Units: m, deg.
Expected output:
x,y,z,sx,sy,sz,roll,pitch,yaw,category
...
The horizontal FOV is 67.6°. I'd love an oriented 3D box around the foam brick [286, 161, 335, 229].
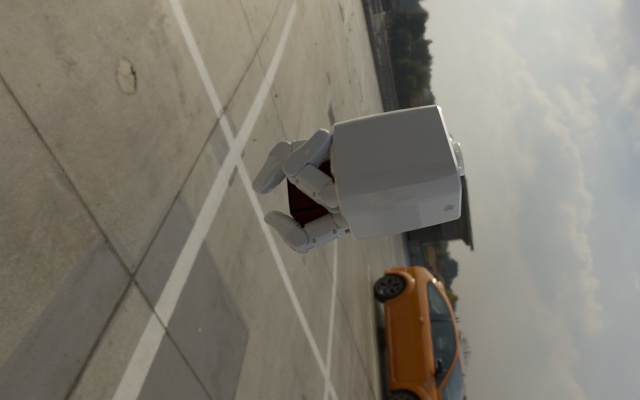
x,y,z,sx,sy,sz,roll,pitch,yaw,category
0.000,0.002,0.512,0.051,0.053,0.078,-12,-26,9,foam brick
